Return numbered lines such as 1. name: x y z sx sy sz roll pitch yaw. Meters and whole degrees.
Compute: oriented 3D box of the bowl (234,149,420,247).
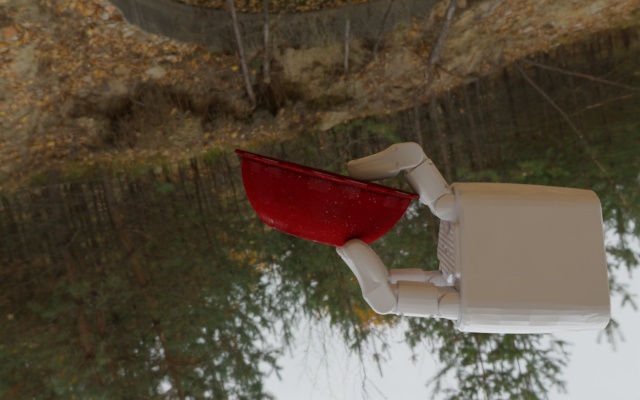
1. bowl: -0.001 0.001 0.407 0.162 0.055 0.162 15 4 -1
